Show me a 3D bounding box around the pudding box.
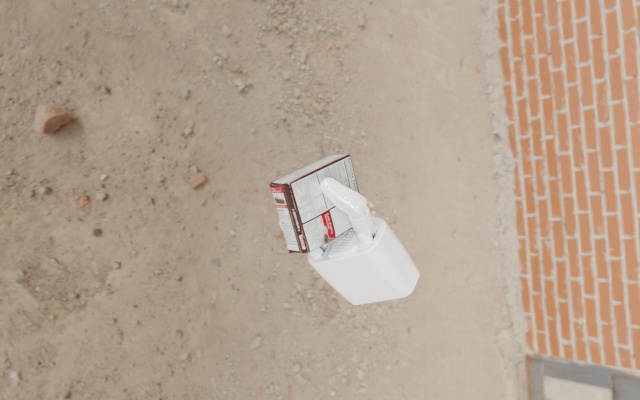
[{"bbox_3d":[0.000,0.002,0.577,0.039,0.090,0.113,-2,19,44],"label":"pudding box"}]
